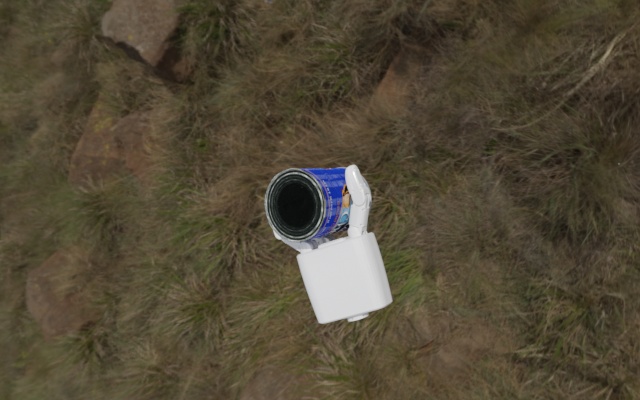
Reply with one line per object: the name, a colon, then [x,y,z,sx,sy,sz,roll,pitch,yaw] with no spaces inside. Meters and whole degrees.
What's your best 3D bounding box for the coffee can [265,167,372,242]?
coffee can: [0.000,0.002,0.712,0.103,0.103,0.140,0,4,32]
